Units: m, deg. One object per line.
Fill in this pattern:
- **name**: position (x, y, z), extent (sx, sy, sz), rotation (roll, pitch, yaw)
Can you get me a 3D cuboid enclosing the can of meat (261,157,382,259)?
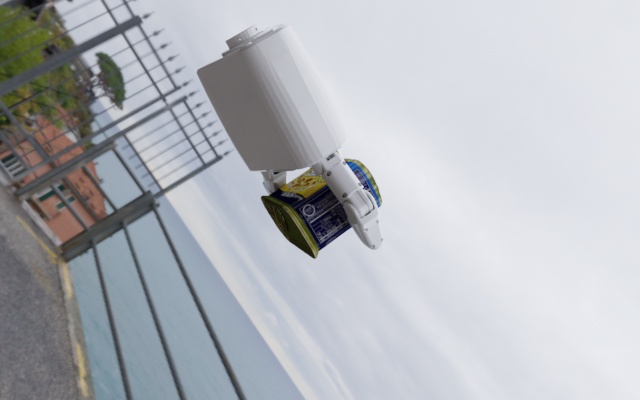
- **can of meat**: position (0.000, 0.001, 0.461), extent (0.084, 0.057, 0.102), rotation (-35, 19, -14)
